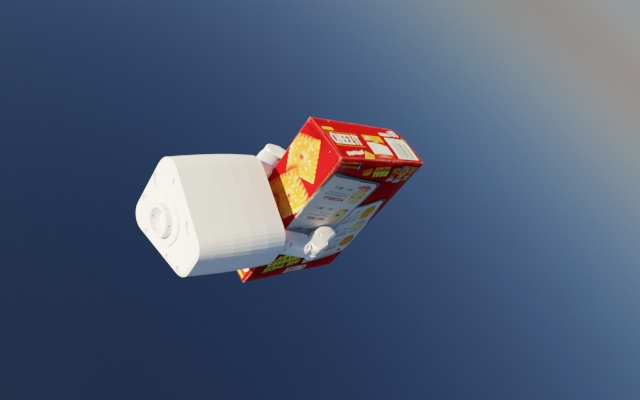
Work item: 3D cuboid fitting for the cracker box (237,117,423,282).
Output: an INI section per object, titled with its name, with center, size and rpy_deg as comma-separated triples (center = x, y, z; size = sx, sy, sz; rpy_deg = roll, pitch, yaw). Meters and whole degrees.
[cracker box]
center = 0.000, 0.002, 0.594
size = 0.164, 0.072, 0.214
rpy_deg = -3, -39, -48
